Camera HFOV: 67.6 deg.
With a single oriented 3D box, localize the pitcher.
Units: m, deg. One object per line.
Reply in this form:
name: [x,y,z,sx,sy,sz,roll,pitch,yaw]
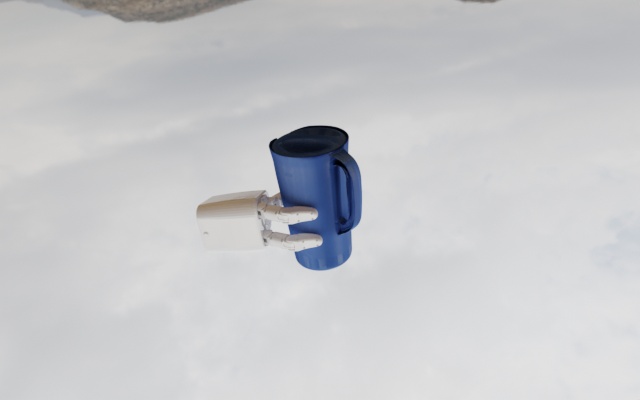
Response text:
pitcher: [0.000,0.003,0.832,0.145,0.243,0.149,-6,29,4]
